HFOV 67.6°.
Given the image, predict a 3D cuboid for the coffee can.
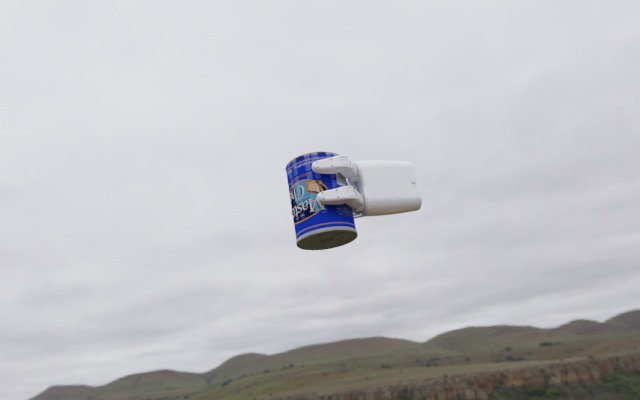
[{"bbox_3d":[0.000,0.003,0.809,0.103,0.140,0.103,-9,-21,-3],"label":"coffee can"}]
